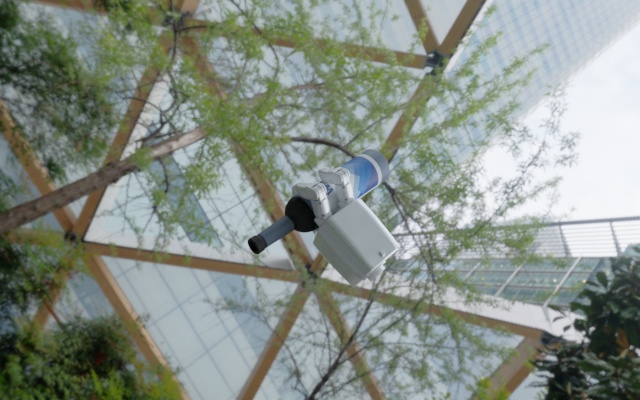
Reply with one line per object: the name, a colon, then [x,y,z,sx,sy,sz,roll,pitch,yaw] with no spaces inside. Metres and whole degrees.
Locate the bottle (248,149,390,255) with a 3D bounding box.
bottle: [0.000,0.002,0.802,0.295,0.069,0.069,-34,20,-34]
